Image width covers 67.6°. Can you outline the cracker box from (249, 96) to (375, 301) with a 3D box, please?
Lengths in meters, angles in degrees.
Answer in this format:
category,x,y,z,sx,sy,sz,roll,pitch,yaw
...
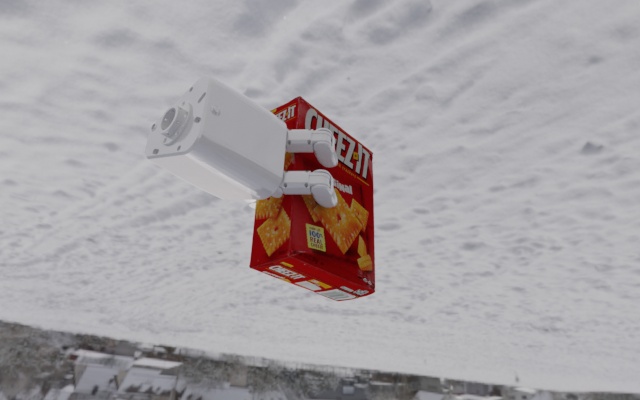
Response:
category,x,y,z,sx,sy,sz,roll,pitch,yaw
cracker box,0.000,0.002,0.604,0.072,0.213,0.164,-19,-34,35
